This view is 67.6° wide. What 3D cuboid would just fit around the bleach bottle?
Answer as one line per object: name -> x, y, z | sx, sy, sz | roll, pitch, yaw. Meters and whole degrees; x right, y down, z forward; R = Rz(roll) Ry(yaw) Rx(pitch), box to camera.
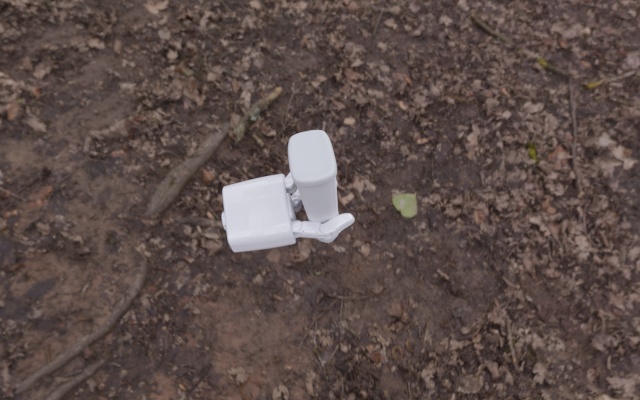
bleach bottle -> 0.000, 0.002, 0.795 | 0.068, 0.102, 0.251 | -11, -36, 1
